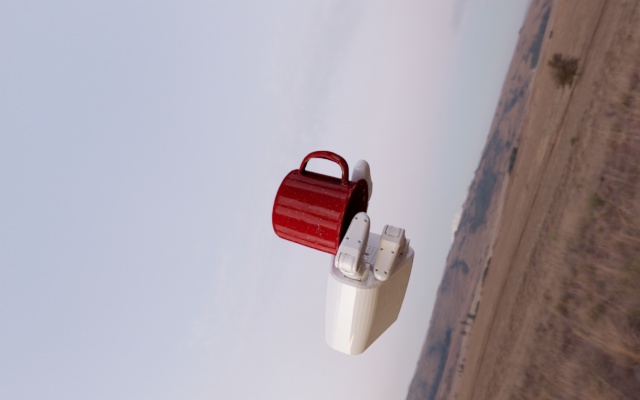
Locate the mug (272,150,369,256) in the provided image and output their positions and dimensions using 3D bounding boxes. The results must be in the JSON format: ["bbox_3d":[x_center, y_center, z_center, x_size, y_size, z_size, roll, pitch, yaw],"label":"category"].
[{"bbox_3d":[0.000,0.000,0.517,0.081,0.117,0.093,15,30,19],"label":"mug"}]
